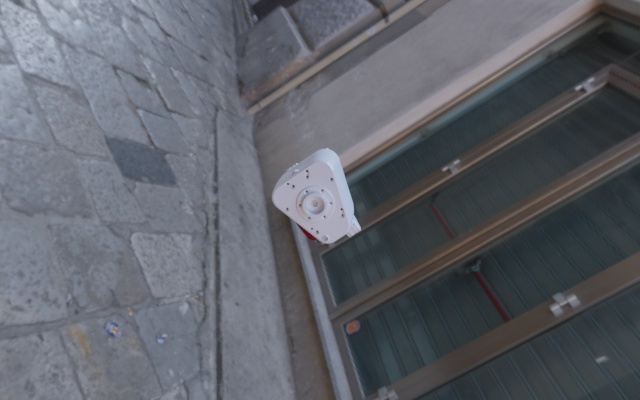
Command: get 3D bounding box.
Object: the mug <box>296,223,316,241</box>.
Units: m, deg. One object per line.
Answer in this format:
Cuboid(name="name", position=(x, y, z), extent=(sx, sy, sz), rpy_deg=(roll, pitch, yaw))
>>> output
Cuboid(name="mug", position=(0.000, 0.002, 0.792), extent=(0.081, 0.093, 0.117), rpy_deg=(-32, 10, 10))
